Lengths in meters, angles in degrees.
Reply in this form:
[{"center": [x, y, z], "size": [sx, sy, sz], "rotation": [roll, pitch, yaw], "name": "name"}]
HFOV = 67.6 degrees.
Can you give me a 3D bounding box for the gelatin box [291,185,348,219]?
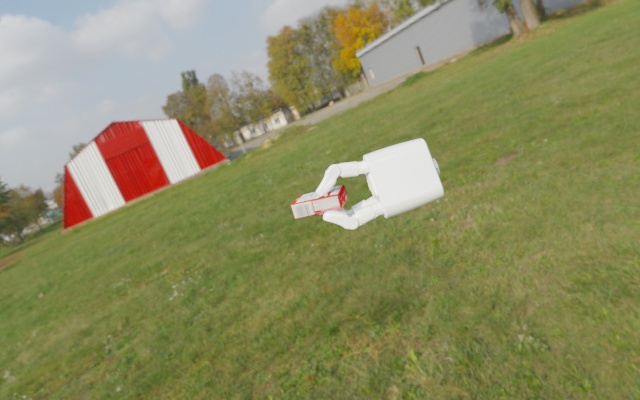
[{"center": [0.000, 0.002, 0.842], "size": [0.089, 0.030, 0.073], "rotation": [-13, 11, 13], "name": "gelatin box"}]
